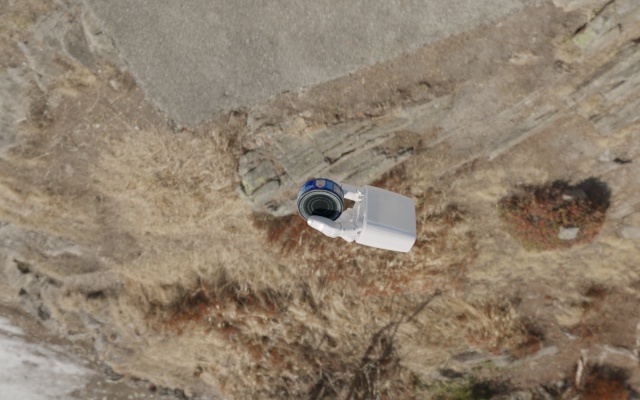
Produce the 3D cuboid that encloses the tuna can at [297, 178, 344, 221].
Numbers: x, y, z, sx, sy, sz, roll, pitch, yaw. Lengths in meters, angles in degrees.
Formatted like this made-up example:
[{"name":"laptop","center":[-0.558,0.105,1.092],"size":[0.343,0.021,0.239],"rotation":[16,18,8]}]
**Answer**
[{"name":"tuna can","center":[0.000,0.003,0.867],"size":[0.086,0.086,0.033],"rotation":[0,39,4]}]
